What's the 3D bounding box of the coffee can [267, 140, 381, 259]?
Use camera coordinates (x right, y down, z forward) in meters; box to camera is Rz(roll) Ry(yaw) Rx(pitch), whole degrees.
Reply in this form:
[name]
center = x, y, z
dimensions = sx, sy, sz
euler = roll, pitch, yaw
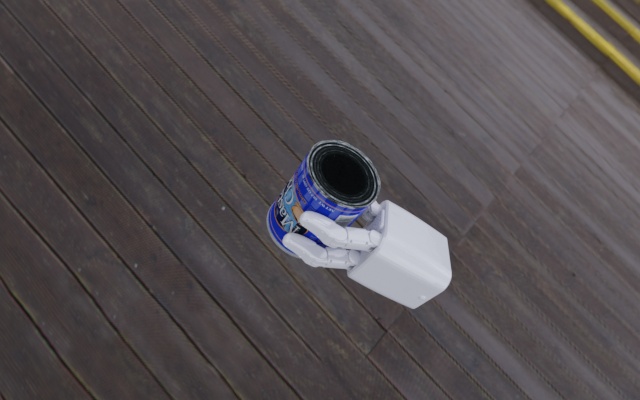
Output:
[coffee can]
center = 0.000, 0.002, 0.637
dimensions = 0.103, 0.102, 0.140
euler = 0, -32, -30
